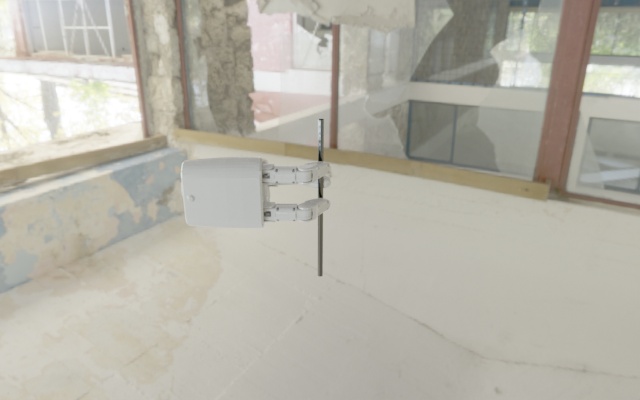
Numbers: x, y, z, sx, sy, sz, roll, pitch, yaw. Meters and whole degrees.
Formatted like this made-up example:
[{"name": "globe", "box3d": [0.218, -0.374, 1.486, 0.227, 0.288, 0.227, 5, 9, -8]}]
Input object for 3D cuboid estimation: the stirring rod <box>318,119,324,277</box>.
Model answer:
[{"name": "stirring rod", "box3d": [0.000, 0.002, 0.691, 0.011, 0.240, 0.011, 0, 21, 0]}]
